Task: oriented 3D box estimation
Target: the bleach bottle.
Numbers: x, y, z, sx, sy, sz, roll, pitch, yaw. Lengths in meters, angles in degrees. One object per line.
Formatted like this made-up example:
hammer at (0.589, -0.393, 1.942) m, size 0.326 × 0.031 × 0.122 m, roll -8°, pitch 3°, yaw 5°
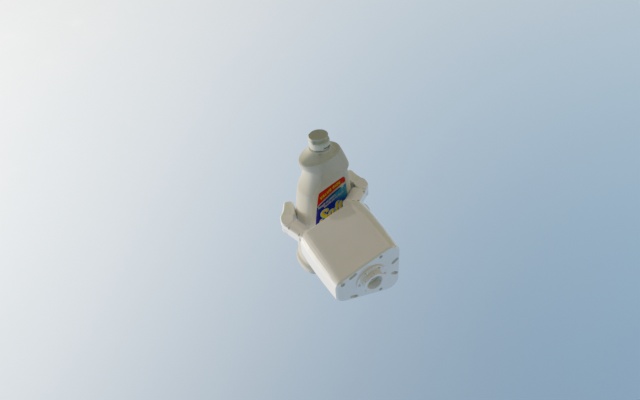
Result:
bleach bottle at (0.000, 0.002, 0.757) m, size 0.102 × 0.251 × 0.068 m, roll -24°, pitch 45°, yaw -18°
